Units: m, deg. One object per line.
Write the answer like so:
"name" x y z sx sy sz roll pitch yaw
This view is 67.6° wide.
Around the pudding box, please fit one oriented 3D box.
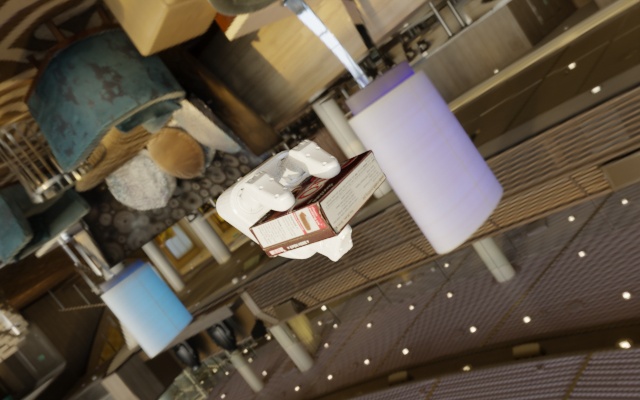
"pudding box" 0.000 0.002 0.452 0.090 0.039 0.113 -22 17 40
